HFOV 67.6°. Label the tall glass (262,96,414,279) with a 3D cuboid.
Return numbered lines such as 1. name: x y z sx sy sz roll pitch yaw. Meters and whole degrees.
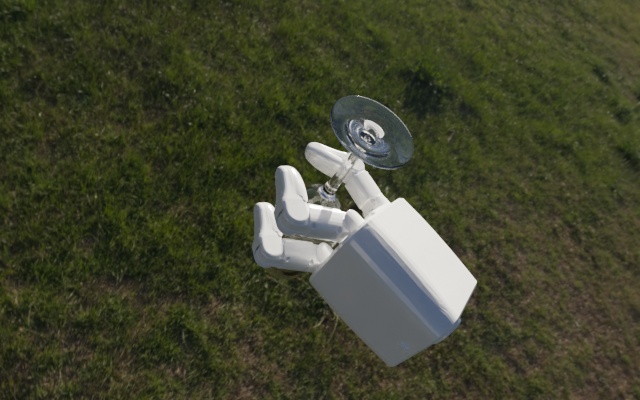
1. tall glass: 0.000 0.001 0.442 0.079 0.079 0.201 0 -34 -30
